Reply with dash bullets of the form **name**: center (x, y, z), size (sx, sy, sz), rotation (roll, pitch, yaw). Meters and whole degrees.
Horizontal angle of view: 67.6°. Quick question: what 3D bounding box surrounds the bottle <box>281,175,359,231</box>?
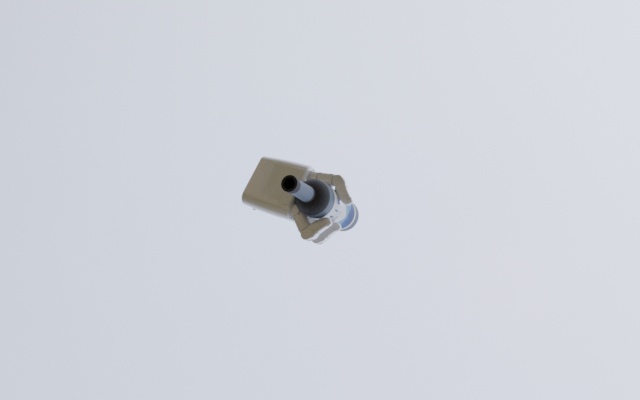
- **bottle**: center (0.000, 0.003, 0.870), size (0.069, 0.069, 0.296), rotation (0, -11, 20)
